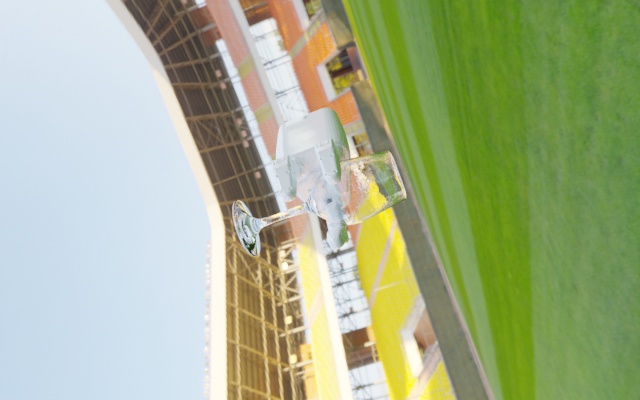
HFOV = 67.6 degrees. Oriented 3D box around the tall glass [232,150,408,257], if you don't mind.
[{"bbox_3d":[-0.001,0.002,0.581,0.201,0.079,0.079,-19,-3,9],"label":"tall glass"}]
